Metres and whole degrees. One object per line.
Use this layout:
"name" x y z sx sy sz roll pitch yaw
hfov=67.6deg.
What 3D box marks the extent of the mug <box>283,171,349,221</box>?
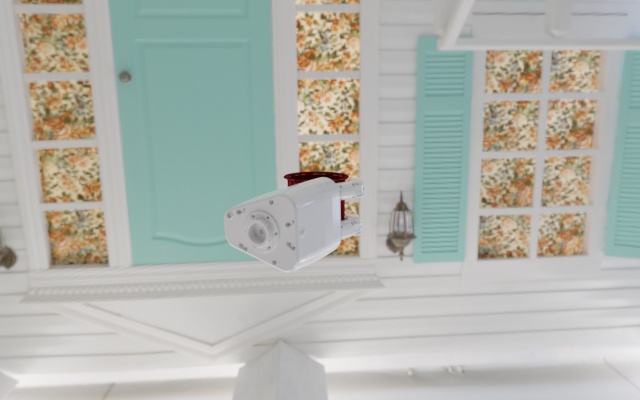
"mug" 0.001 0.002 0.697 0.093 0.081 0.117 6 13 29
